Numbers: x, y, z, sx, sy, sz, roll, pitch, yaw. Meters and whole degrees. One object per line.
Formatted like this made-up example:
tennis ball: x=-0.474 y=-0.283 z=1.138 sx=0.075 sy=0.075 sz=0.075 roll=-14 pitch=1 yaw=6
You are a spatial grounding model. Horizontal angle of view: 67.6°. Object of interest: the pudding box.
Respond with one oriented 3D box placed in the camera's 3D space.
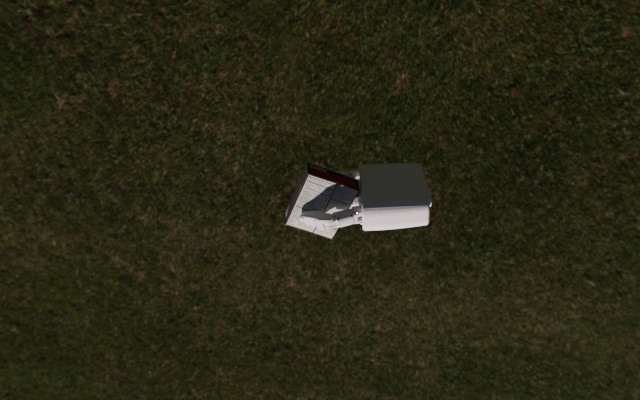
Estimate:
pudding box: x=0.000 y=0.003 z=0.785 sx=0.090 sy=0.113 sz=0.039 roll=19 pitch=31 yaw=-13
